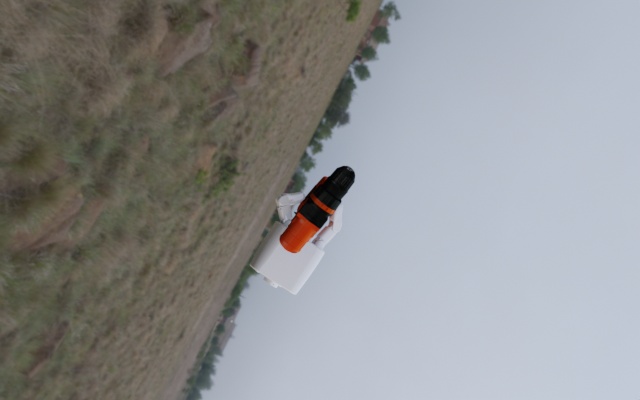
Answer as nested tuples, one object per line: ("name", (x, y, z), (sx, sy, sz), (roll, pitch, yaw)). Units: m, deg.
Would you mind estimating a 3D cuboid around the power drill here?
("power drill", (0.000, 0.003, 0.899), (0.057, 0.184, 0.187), (41, 10, -1))
